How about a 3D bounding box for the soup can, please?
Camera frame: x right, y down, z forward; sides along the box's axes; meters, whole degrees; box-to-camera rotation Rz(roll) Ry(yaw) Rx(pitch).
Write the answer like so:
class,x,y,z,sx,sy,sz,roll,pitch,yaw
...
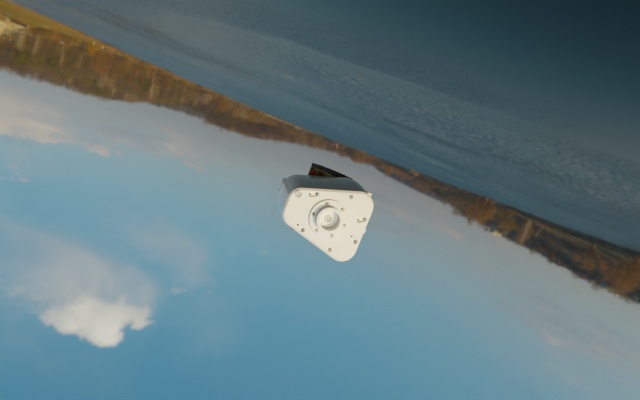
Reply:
class,x,y,z,sx,sy,sz,roll,pitch,yaw
soup can,0.000,0.003,0.726,0.068,0.102,0.068,21,7,-3
